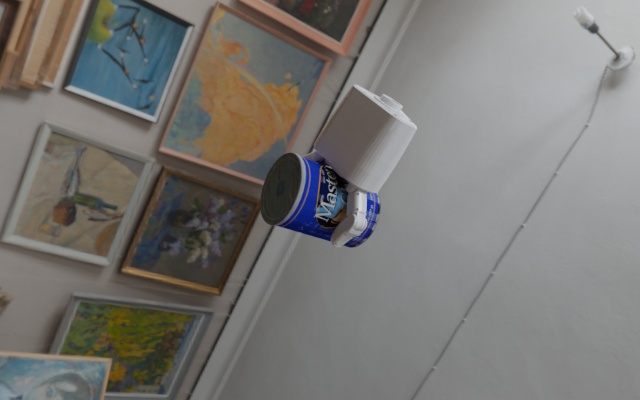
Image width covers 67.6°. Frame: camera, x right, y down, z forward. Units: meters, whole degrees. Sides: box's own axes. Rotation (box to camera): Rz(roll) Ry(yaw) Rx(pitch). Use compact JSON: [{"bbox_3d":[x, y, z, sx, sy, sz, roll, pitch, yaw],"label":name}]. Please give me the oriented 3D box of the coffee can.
[{"bbox_3d":[0.000,0.002,0.682,0.140,0.103,0.103,19,-11,-33],"label":"coffee can"}]
